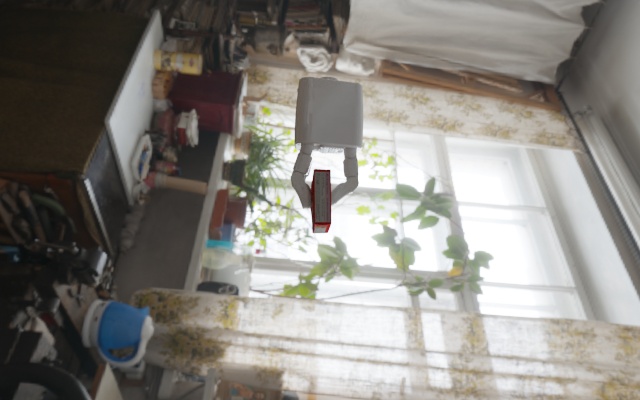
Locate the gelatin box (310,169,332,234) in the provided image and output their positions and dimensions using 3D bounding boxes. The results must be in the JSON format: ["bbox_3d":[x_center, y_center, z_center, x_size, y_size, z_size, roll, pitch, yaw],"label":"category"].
[{"bbox_3d":[0.001,0.003,0.757,0.030,0.089,0.073,-1,-15,-4],"label":"gelatin box"}]
